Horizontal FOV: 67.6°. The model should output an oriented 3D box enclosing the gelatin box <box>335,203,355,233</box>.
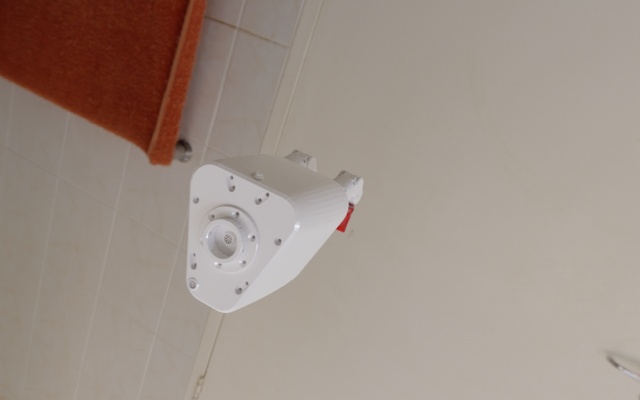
[{"bbox_3d":[0.000,0.002,0.526,0.073,0.030,0.089,23,9,3],"label":"gelatin box"}]
